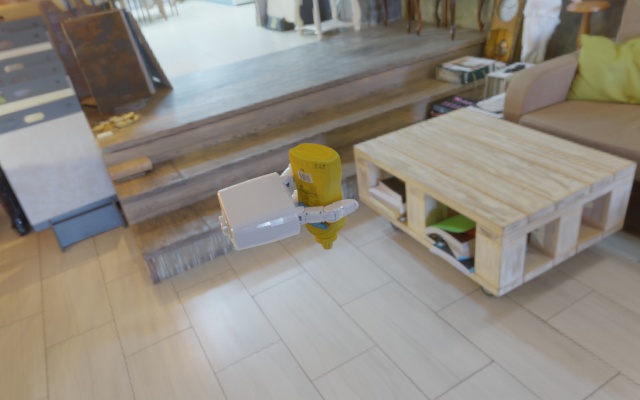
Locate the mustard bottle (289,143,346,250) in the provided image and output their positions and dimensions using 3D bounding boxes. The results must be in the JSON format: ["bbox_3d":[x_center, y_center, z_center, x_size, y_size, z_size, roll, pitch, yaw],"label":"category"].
[{"bbox_3d":[0.000,0.002,0.814,0.096,0.192,0.058,21,41,41],"label":"mustard bottle"}]
